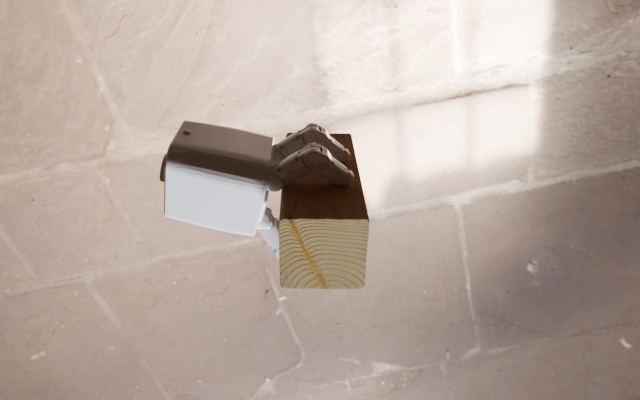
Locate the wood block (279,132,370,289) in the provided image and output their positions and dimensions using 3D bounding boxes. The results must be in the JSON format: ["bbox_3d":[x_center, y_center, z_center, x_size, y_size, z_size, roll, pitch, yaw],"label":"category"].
[{"bbox_3d":[0.000,0.002,0.564,0.090,0.091,0.206,1,32,-2],"label":"wood block"}]
